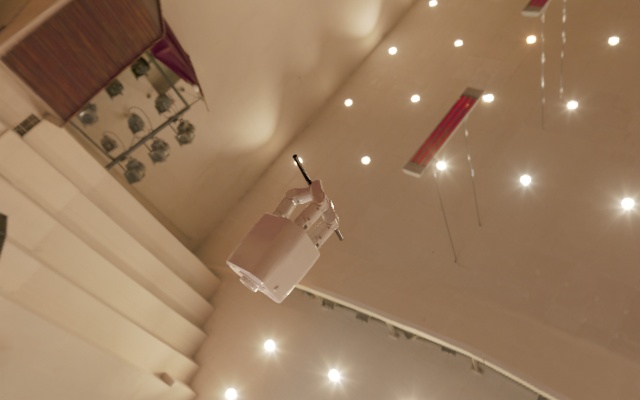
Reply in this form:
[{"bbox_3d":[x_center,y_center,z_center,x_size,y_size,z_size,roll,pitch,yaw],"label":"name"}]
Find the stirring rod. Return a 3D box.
[{"bbox_3d":[0.000,0.003,0.831,0.011,0.011,0.240,0,-36,24],"label":"stirring rod"}]
